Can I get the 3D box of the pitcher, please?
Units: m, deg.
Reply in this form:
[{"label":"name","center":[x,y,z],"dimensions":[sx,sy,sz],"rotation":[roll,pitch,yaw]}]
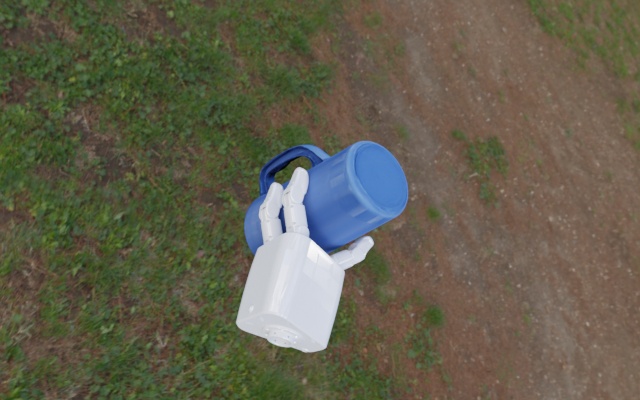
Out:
[{"label":"pitcher","center":[0.000,0.002,0.688],"dimensions":[0.149,0.145,0.243],"rotation":[35,-40,-22]}]
